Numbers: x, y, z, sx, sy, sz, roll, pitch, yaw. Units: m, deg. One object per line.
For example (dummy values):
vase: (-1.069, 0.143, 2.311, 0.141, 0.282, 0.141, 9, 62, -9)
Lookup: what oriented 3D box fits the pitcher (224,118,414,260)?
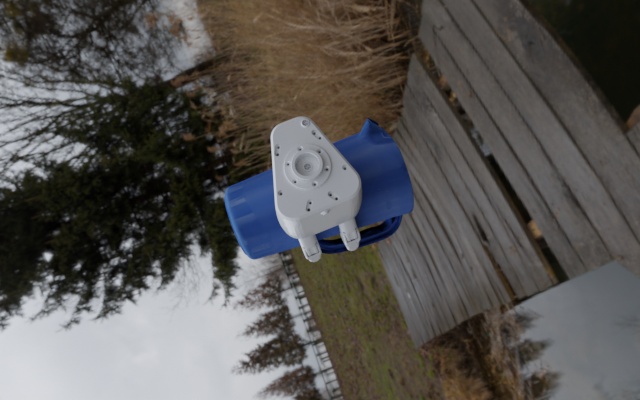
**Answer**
pitcher: (0.000, 0.002, 0.671, 0.243, 0.149, 0.145, -20, -12, -3)
